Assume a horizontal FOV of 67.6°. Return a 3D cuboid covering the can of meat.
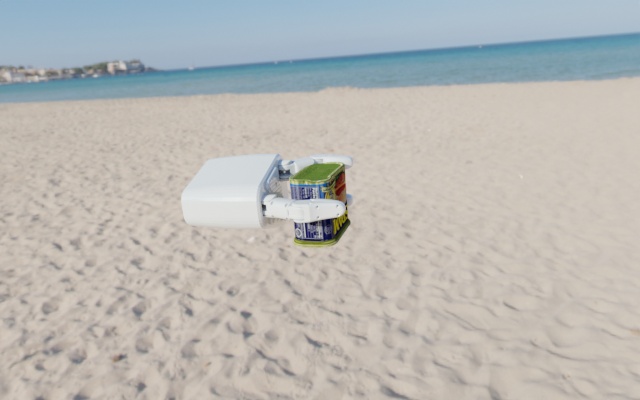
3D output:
[{"bbox_3d":[0.000,0.002,0.607,0.057,0.084,0.102,0,17,18],"label":"can of meat"}]
